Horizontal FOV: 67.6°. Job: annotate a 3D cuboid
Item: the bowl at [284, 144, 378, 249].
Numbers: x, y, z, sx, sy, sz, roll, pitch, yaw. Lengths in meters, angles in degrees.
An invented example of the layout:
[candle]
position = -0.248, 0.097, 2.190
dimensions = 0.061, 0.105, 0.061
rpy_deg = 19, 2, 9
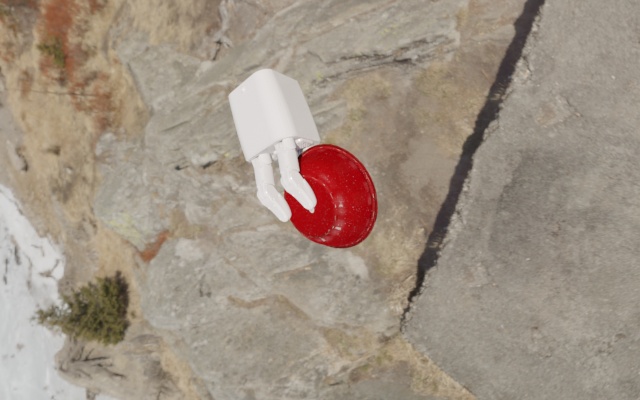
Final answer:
[bowl]
position = 0.001, 0.003, 0.690
dimensions = 0.162, 0.162, 0.055
rpy_deg = 0, 16, 38
